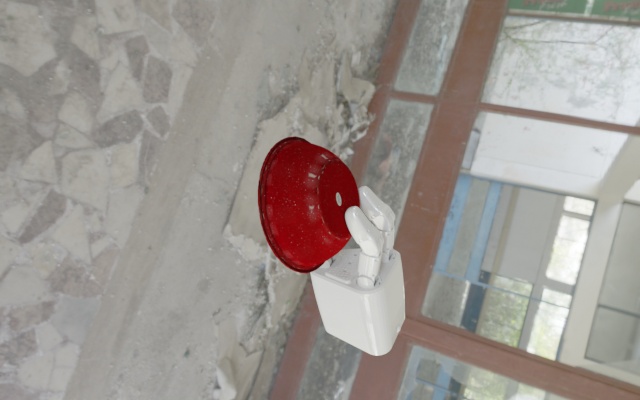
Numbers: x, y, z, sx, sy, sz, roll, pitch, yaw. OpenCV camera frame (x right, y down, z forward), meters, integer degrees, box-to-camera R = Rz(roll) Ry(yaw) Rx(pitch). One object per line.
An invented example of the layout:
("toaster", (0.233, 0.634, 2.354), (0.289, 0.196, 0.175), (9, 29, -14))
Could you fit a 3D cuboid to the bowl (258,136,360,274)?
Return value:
("bowl", (0.000, 0.001, 0.549), (0.055, 0.162, 0.162), (-7, -4, 33))
